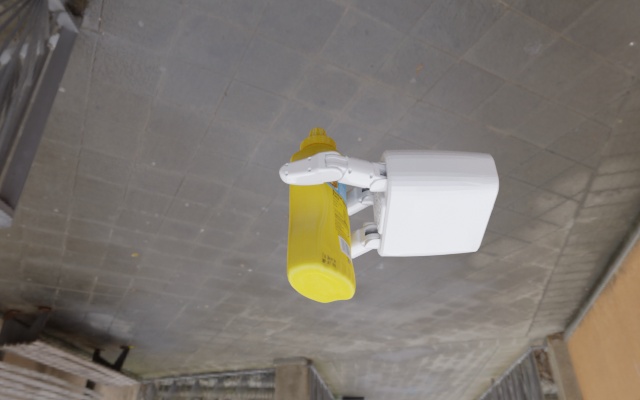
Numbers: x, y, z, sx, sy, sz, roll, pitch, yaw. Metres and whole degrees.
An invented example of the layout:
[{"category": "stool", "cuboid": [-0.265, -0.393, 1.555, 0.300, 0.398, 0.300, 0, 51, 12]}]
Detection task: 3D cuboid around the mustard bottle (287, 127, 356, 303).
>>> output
[{"category": "mustard bottle", "cuboid": [0.000, 0.002, 0.501, 0.058, 0.191, 0.096, -14, -33, 19]}]
